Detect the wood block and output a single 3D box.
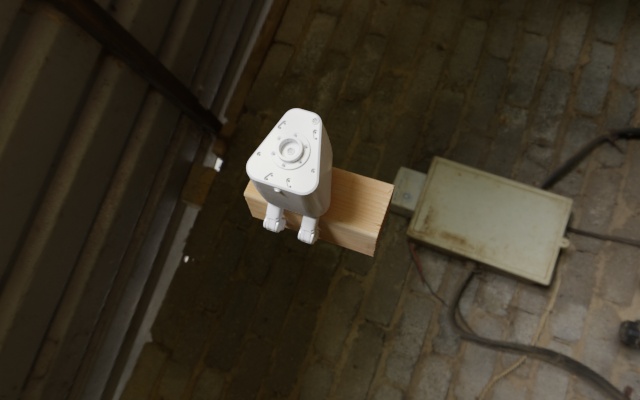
[{"bbox_3d":[0.000,0.002,0.740,0.206,0.090,0.090,18,-23,11],"label":"wood block"}]
